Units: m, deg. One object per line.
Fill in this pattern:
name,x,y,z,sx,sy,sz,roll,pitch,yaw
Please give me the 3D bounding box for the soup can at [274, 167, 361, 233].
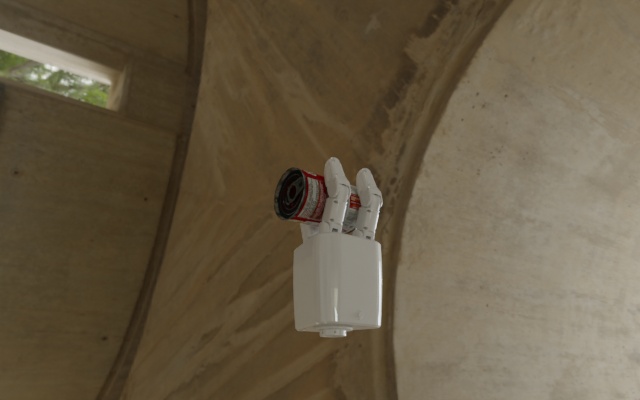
soup can,0.000,0.002,0.624,0.102,0.068,0.068,15,-9,-35
